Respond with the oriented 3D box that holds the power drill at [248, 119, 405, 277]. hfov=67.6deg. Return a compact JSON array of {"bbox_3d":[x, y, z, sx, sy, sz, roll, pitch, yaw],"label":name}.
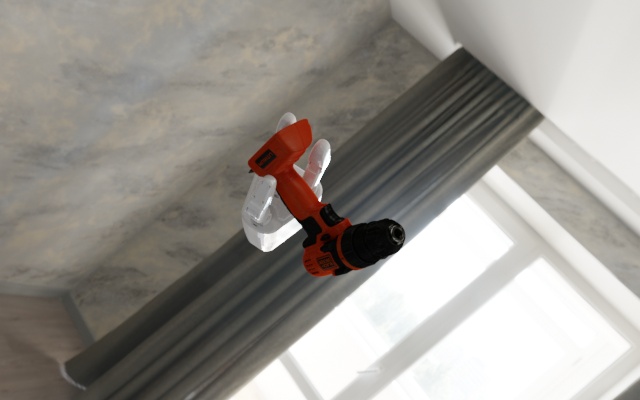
[{"bbox_3d":[0.000,0.002,0.570,0.057,0.187,0.184,-31,1,-36],"label":"power drill"}]
